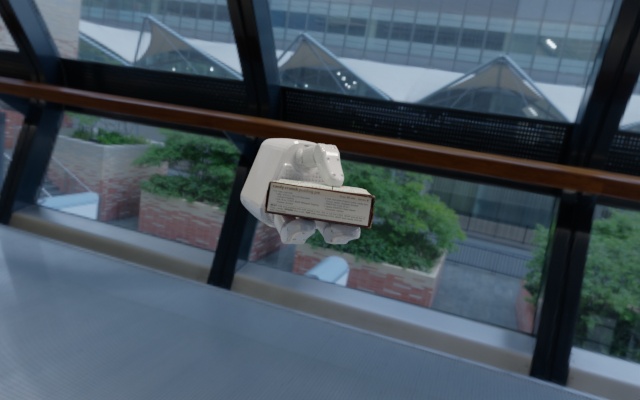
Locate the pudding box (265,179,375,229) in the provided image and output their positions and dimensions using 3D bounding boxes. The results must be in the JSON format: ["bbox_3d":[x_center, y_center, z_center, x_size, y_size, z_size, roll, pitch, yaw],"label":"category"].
[{"bbox_3d":[0.000,0.002,0.528,0.113,0.039,0.090,7,5,1],"label":"pudding box"}]
